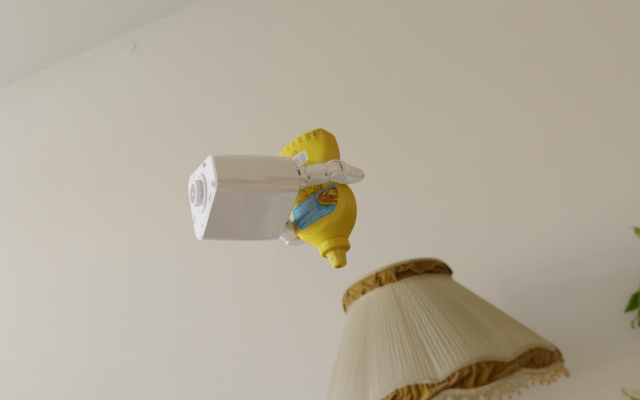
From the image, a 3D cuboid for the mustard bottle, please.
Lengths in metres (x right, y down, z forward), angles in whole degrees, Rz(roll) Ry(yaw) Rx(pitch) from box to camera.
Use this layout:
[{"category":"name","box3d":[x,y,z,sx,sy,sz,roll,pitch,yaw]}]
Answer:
[{"category":"mustard bottle","box3d":[0.000,0.002,0.653,0.096,0.191,0.058,-32,-30,27]}]
